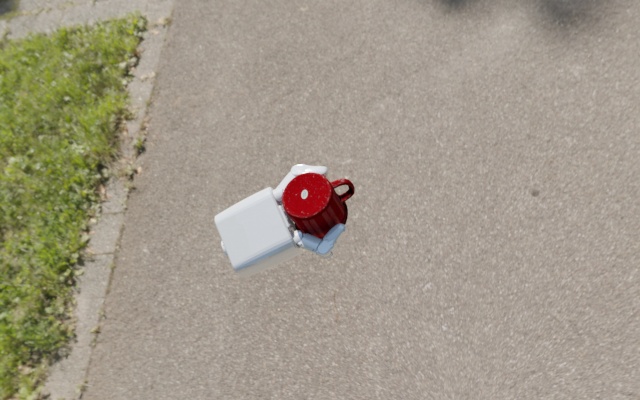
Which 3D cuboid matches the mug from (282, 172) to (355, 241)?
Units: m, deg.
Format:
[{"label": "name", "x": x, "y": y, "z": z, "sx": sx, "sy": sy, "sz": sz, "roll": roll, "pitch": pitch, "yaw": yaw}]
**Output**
[{"label": "mug", "x": 0.001, "y": 0.002, "z": 0.754, "sx": 0.117, "sy": 0.093, "sz": 0.081, "roll": -27, "pitch": -30, "yaw": 4}]
